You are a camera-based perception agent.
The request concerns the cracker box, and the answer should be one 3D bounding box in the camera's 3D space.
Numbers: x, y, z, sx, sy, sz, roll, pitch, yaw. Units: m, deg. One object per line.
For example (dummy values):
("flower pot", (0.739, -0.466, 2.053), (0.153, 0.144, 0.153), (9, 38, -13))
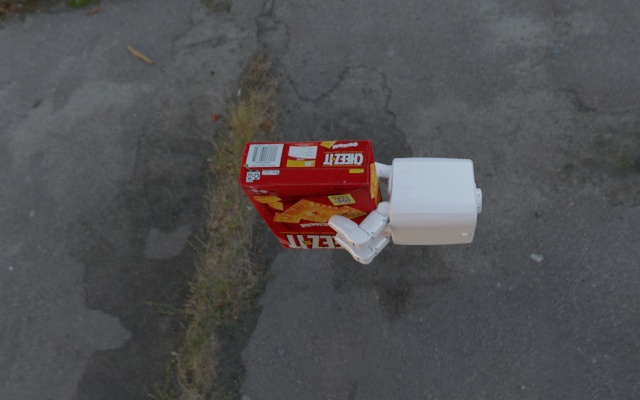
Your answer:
("cracker box", (0.000, 0.002, 0.666), (0.164, 0.072, 0.214), (0, -27, 13))
